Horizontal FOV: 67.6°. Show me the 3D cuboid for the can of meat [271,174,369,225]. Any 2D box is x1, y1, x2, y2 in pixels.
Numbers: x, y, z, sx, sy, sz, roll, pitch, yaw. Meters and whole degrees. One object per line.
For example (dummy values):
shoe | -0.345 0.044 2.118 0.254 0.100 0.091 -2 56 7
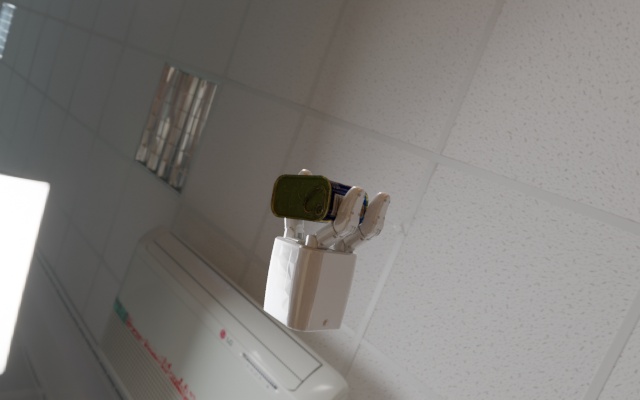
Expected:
can of meat | 0.000 0.002 0.629 0.102 0.057 0.084 4 -6 43
